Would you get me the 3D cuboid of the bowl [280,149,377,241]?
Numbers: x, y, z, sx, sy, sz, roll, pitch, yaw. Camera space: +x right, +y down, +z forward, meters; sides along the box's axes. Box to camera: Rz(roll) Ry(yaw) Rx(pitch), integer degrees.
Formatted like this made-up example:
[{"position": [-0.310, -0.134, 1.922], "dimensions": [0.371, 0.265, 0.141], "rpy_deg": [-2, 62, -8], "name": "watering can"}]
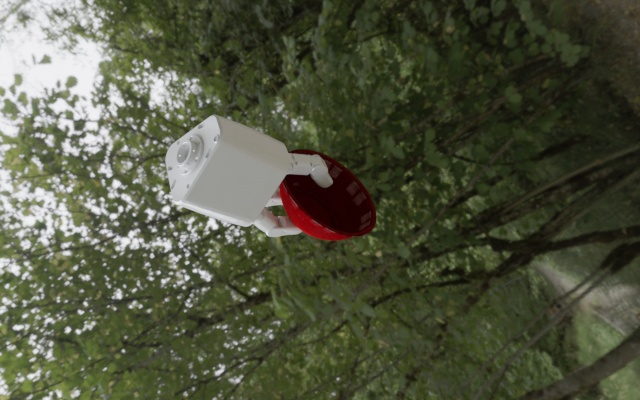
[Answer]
[{"position": [0.001, 0.003, 0.686], "dimensions": [0.162, 0.162, 0.055], "rpy_deg": [0, -40, -43], "name": "bowl"}]
